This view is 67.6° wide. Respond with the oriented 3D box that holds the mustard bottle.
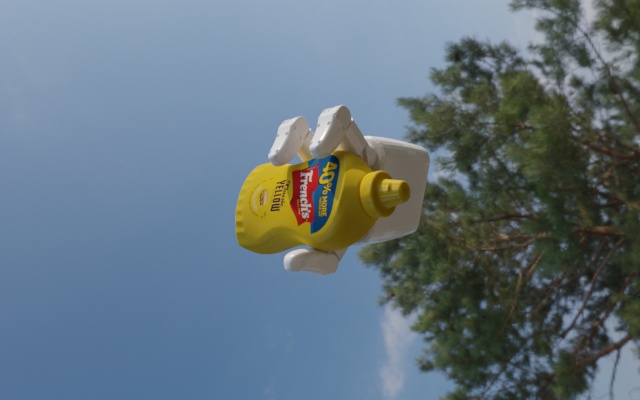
[{"bbox_3d":[0.000,0.001,0.462,0.191,0.096,0.058,-7,-27,41],"label":"mustard bottle"}]
